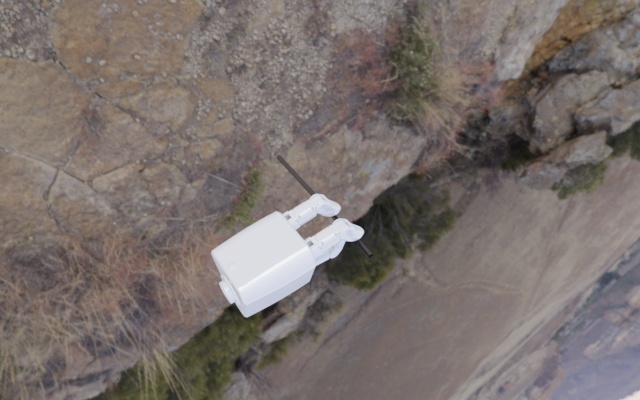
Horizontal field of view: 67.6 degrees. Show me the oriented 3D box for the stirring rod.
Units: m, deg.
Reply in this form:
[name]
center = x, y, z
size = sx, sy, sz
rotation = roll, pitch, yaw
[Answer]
[stirring rod]
center = 0.000, 0.002, 0.722
size = 0.011, 0.011, 0.239
rotation = 0, 38, -47
